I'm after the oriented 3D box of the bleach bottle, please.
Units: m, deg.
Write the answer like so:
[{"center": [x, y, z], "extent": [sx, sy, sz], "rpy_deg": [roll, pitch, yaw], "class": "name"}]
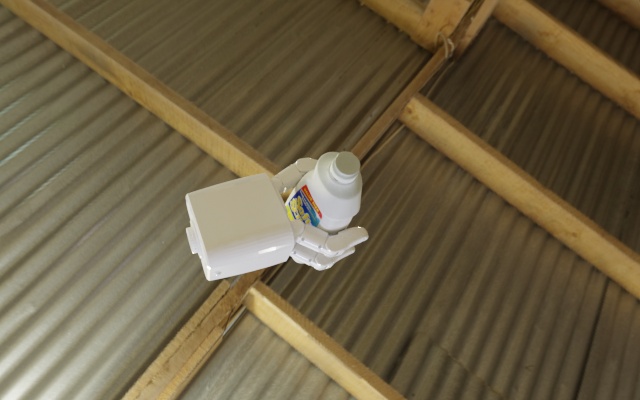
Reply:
[{"center": [0.000, 0.002, 0.622], "extent": [0.068, 0.102, 0.251], "rpy_deg": [-14, -19, -18], "class": "bleach bottle"}]
